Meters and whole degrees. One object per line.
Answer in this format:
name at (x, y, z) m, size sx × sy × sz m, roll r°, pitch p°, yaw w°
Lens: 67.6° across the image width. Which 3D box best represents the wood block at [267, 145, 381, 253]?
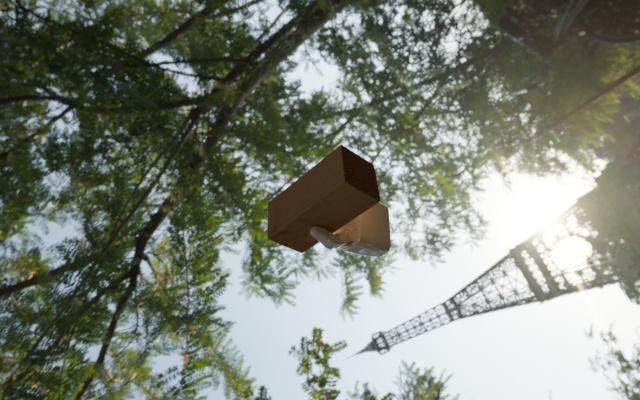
wood block at (0.000, 0.003, 0.882) m, size 0.090 × 0.090 × 0.206 m, roll 28°, pitch -49°, yaw -34°
